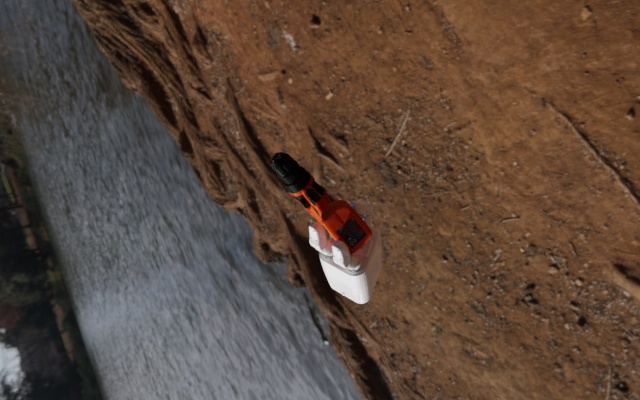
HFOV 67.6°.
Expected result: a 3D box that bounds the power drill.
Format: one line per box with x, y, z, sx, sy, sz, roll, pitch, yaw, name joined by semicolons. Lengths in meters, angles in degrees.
0.000;0.003;0.838;0.184;0.057;0.187;47;-2;-34;power drill
